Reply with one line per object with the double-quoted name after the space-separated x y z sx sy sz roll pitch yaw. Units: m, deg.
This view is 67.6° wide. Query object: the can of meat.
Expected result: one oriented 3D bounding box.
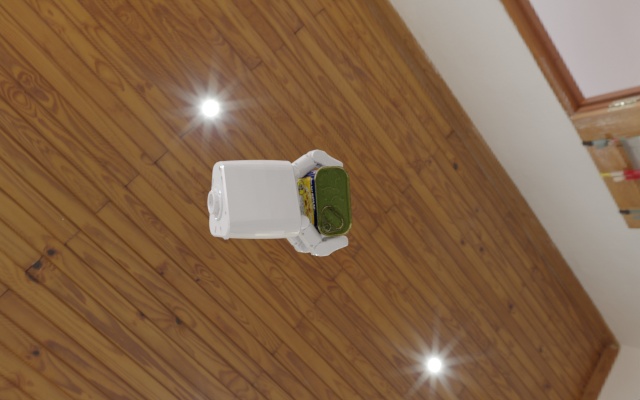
0.000 0.002 0.724 0.057 0.102 0.084 -4 0 -29 "can of meat"
